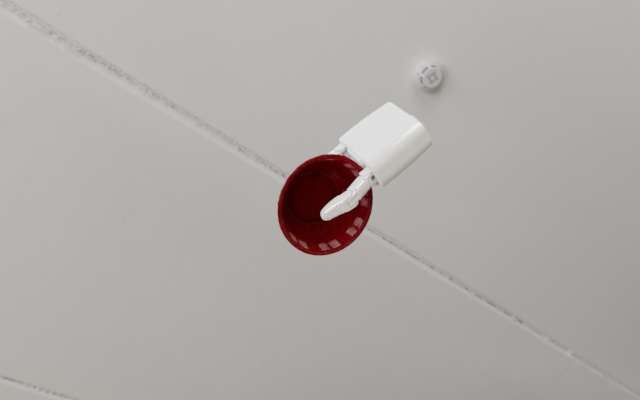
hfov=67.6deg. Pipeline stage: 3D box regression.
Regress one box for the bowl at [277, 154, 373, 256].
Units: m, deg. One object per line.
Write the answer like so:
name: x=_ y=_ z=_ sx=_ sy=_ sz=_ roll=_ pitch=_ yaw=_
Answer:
bowl: x=-0.001 y=0.003 z=0.753 sx=0.162 sy=0.162 sz=0.055 roll=0 pitch=14 yaw=-26
